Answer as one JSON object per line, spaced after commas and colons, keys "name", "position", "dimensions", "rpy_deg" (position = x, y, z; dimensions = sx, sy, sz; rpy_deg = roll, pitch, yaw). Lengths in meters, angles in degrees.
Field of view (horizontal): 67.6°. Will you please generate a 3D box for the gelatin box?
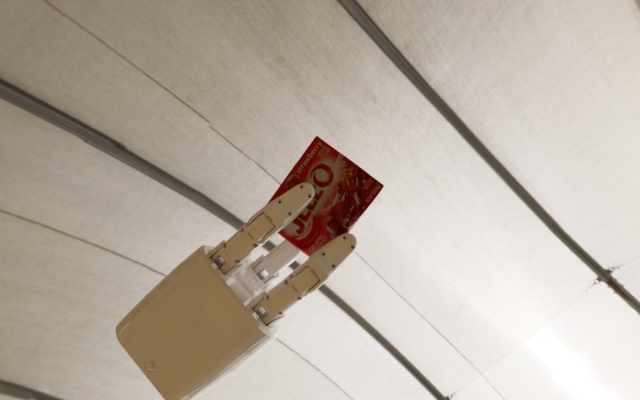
{"name": "gelatin box", "position": [0.000, 0.001, 0.417], "dimensions": [0.073, 0.089, 0.030], "rpy_deg": [37, 0, 4]}
